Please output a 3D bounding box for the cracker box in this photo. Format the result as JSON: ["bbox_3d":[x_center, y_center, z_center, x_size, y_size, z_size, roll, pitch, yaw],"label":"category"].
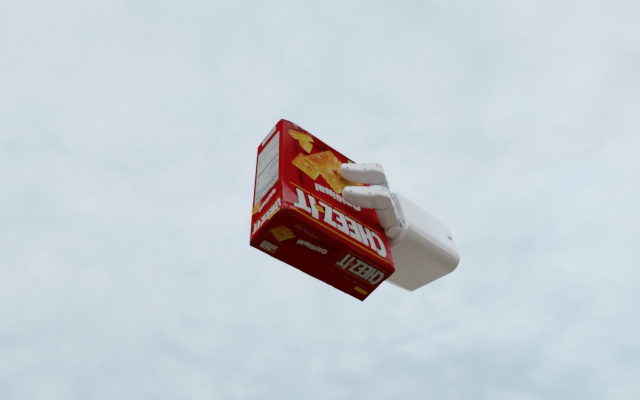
[{"bbox_3d":[0.000,0.002,0.613,0.164,0.072,0.213,30,28,-23],"label":"cracker box"}]
